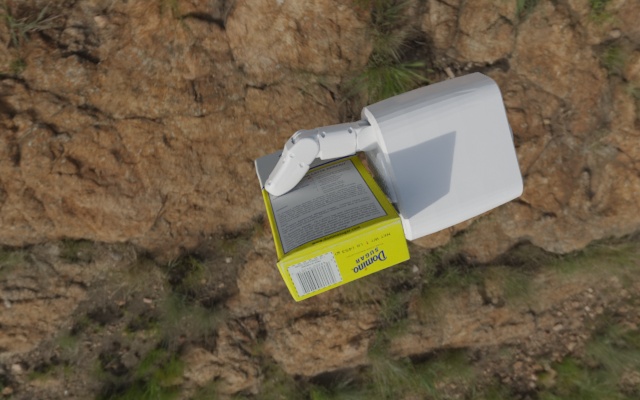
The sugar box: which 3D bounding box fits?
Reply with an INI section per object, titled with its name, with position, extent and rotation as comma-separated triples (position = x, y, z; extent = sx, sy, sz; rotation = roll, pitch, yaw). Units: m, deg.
[sugar box]
position = 0.000, 0.002, 0.411
extent = 0.093, 0.048, 0.176
rotation = -20, 29, -2
